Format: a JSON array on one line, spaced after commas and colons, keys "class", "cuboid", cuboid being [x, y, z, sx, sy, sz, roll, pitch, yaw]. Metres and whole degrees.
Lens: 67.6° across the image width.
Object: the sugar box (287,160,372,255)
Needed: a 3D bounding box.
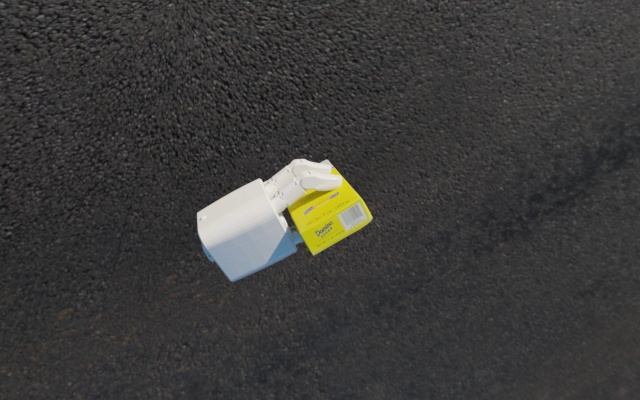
[{"class": "sugar box", "cuboid": [0.000, 0.002, 0.685, 0.093, 0.048, 0.176, -30, 28, -2]}]
